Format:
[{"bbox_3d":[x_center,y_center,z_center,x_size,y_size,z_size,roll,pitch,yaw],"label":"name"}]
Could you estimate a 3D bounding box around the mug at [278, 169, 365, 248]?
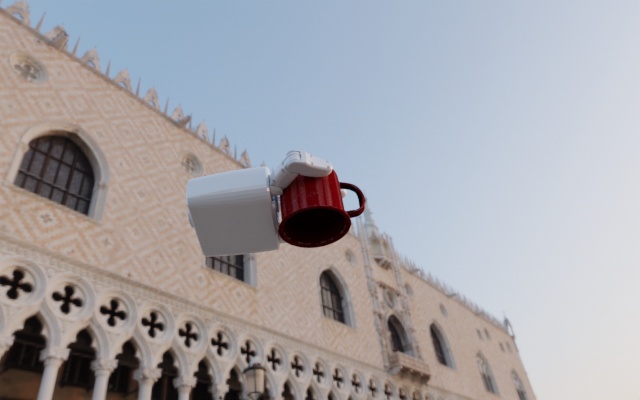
[{"bbox_3d":[0.002,0.002,0.627,0.117,0.081,0.093,-8,-37,-2],"label":"mug"}]
